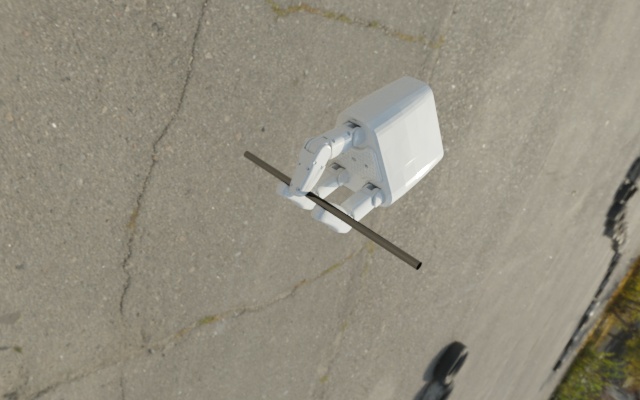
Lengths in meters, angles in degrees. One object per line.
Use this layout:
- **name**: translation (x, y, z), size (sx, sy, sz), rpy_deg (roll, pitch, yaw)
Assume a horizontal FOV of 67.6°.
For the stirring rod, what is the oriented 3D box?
- **stirring rod**: translation (0.000, 0.001, 0.472), size (0.239, 0.011, 0.011), rpy_deg (33, 20, 34)
